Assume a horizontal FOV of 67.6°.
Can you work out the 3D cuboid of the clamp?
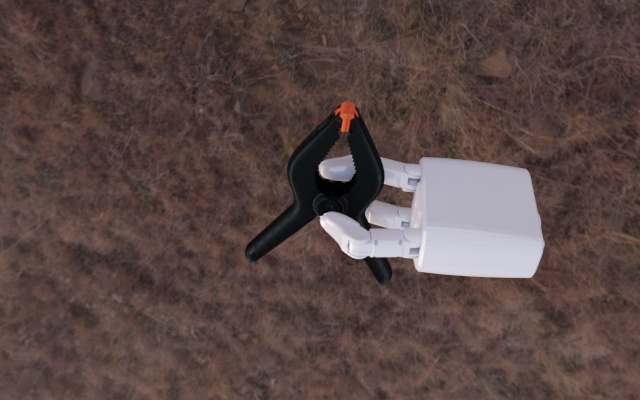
[{"bbox_3d":[0.000,0.002,0.483,0.164,0.210,0.036,3,35,2],"label":"clamp"}]
